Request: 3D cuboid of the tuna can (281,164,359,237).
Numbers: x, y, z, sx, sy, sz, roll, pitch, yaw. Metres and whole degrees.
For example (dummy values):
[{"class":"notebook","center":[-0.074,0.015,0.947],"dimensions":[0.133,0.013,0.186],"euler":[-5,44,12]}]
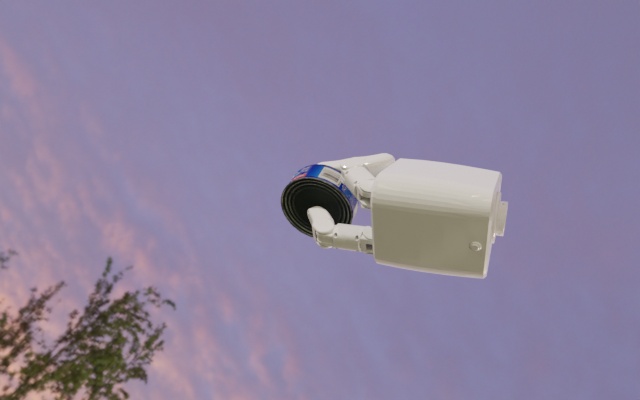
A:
[{"class":"tuna can","center":[0.000,0.001,0.548],"dimensions":[0.086,0.086,0.033],"euler":[0,35,24]}]
